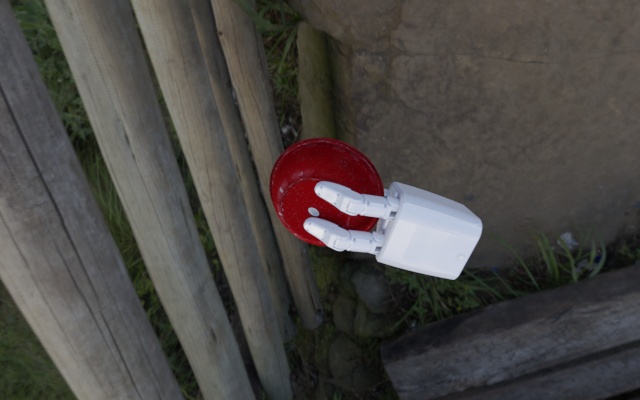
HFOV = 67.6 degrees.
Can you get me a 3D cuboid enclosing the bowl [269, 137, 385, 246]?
[{"bbox_3d":[-0.001,0.002,0.628,0.162,0.162,0.055,0,26,17],"label":"bowl"}]
